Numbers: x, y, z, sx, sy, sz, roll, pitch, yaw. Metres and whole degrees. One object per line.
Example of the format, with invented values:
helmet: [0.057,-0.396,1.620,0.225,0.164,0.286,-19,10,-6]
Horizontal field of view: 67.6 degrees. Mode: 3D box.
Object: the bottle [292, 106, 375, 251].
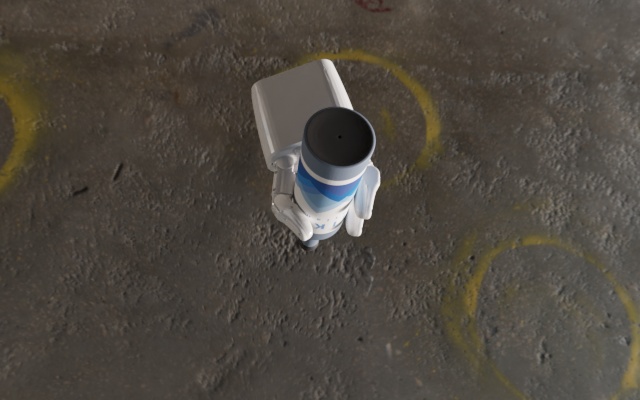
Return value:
bottle: [0.000,0.002,0.565,0.069,0.069,0.296,0,-24,-7]
